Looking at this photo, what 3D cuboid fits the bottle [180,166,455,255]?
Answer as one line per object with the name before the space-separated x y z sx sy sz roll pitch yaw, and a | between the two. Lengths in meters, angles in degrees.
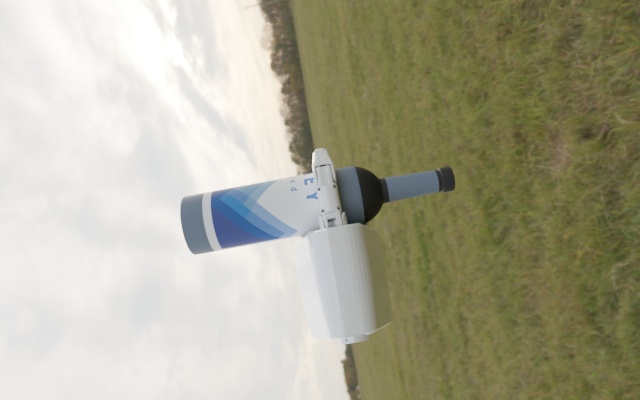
bottle | 0.000 0.002 0.529 0.296 0.069 0.069 -10 0 0
